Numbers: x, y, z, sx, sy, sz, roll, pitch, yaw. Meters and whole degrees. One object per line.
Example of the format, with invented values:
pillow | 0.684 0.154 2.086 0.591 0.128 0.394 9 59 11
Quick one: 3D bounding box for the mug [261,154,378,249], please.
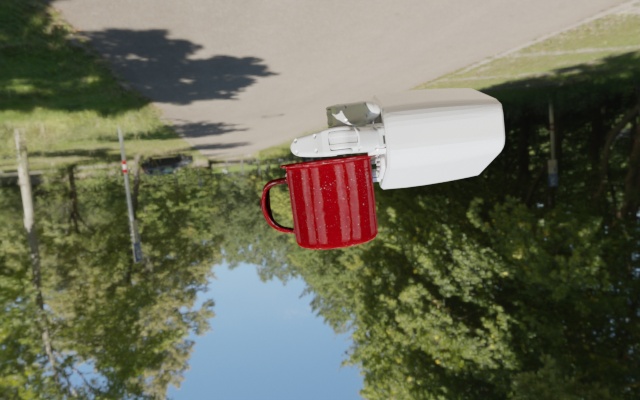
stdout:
mug | -0.001 0.002 0.467 0.117 0.081 0.093 -7 6 3
